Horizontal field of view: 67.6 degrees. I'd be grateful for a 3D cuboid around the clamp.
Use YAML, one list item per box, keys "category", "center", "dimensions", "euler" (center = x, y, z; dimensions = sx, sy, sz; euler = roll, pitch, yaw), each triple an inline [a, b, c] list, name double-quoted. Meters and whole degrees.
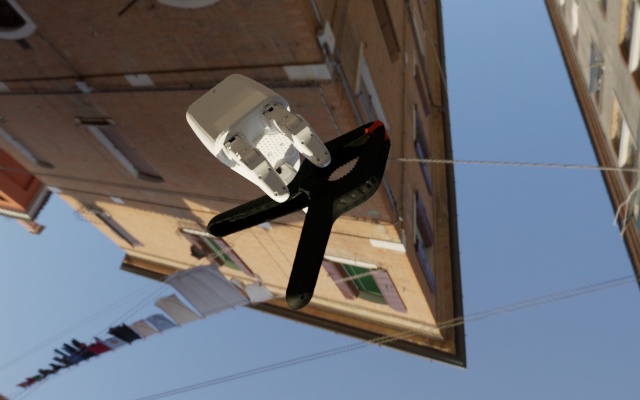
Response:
- category: "clamp"
  center: [0.001, 0.002, 0.472]
  dimensions: [0.164, 0.210, 0.036]
  euler: [41, -13, 46]
